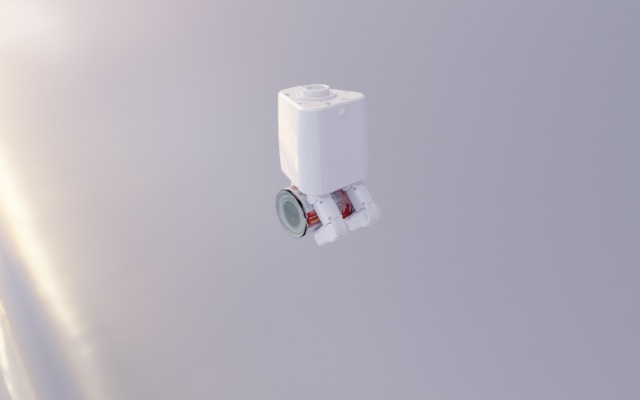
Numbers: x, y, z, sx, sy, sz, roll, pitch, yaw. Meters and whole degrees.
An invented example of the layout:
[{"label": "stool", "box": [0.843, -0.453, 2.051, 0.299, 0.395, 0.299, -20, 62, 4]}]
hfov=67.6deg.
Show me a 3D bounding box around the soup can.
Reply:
[{"label": "soup can", "box": [0.000, 0.003, 0.632, 0.102, 0.068, 0.068, -22, 12, -33]}]
